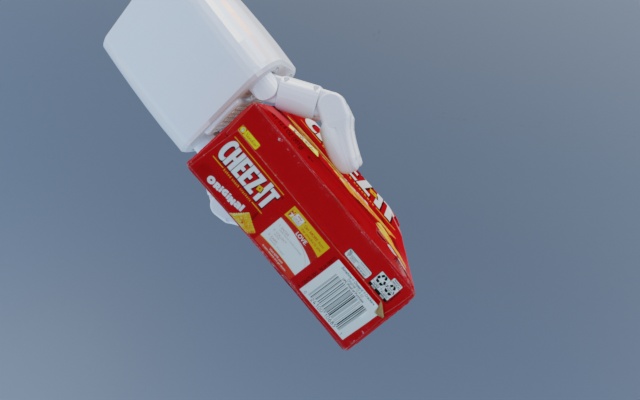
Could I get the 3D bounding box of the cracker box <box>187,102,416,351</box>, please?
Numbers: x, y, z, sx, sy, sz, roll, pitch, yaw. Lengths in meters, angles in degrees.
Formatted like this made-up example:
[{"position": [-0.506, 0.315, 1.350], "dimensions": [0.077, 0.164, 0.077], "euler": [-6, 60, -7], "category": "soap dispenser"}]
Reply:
[{"position": [0.000, 0.001, 0.406], "dimensions": [0.072, 0.164, 0.213], "euler": [-40, 3, 11], "category": "cracker box"}]
